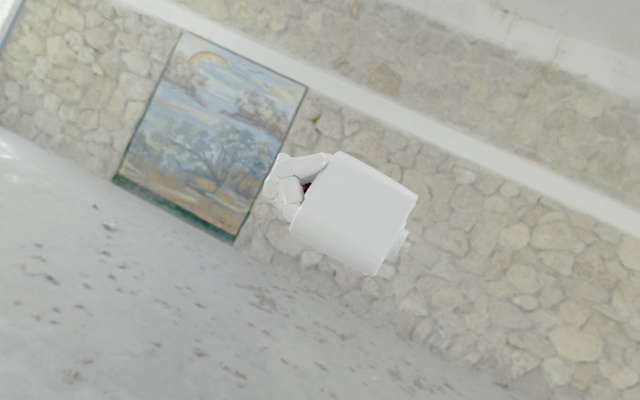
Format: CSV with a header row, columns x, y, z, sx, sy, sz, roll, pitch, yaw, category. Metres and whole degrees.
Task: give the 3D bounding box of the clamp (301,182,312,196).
x,y,z,sx,sy,sz,roll,pitch,yaw,category
0.000,0.002,0.655,0.120,0.039,0.171,31,1,10,clamp
